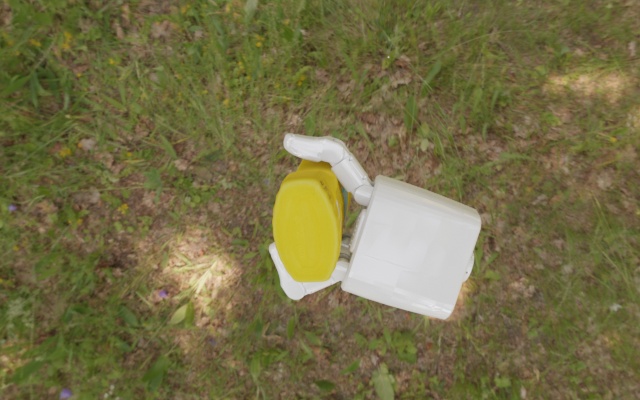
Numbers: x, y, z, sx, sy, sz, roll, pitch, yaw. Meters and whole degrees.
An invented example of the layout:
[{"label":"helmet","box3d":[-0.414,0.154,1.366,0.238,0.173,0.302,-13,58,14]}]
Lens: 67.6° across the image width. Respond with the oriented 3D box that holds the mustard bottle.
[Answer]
[{"label":"mustard bottle","box3d":[0.000,0.002,0.489,0.058,0.096,0.191,-5,16,10]}]
